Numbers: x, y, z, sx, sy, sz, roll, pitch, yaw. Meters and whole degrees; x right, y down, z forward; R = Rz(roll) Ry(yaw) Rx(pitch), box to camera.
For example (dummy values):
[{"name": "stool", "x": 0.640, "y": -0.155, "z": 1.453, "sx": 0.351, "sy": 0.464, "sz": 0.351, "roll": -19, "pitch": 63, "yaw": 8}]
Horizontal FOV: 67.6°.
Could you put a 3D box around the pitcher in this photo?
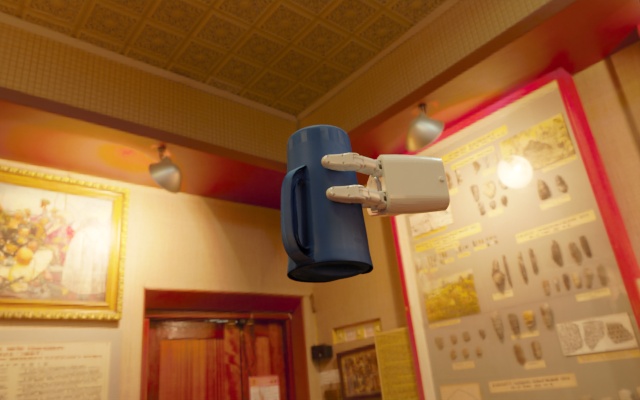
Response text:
[{"name": "pitcher", "x": 0.000, "y": 0.003, "z": 0.764, "sx": 0.145, "sy": 0.242, "sz": 0.149, "roll": -1, "pitch": -22, "yaw": -11}]
